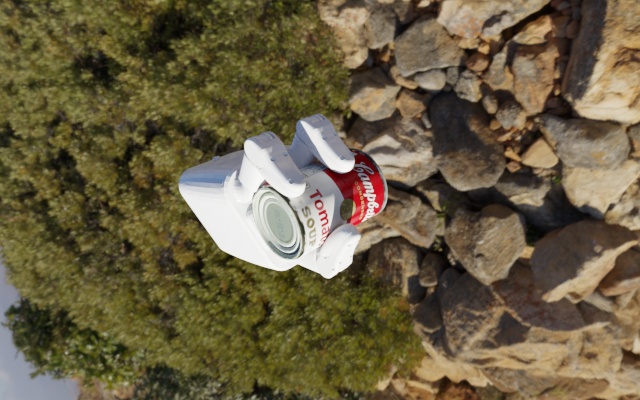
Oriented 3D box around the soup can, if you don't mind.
[{"bbox_3d":[0.000,0.002,0.418,0.102,0.068,0.068,-26,16,-36],"label":"soup can"}]
